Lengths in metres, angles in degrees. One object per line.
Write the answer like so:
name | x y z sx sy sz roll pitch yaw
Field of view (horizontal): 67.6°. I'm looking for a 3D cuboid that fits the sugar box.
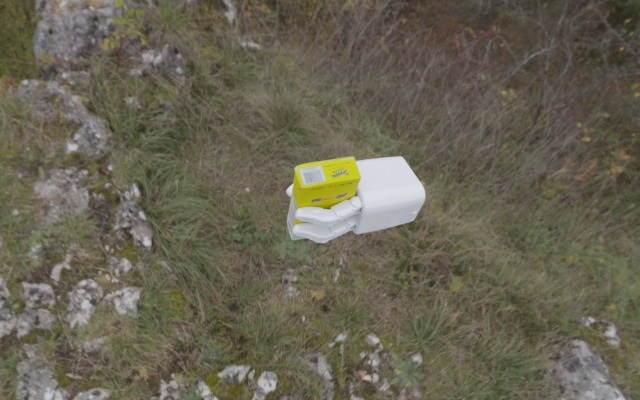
sugar box | 0.000 0.003 0.759 0.093 0.048 0.176 -10 -30 -13
